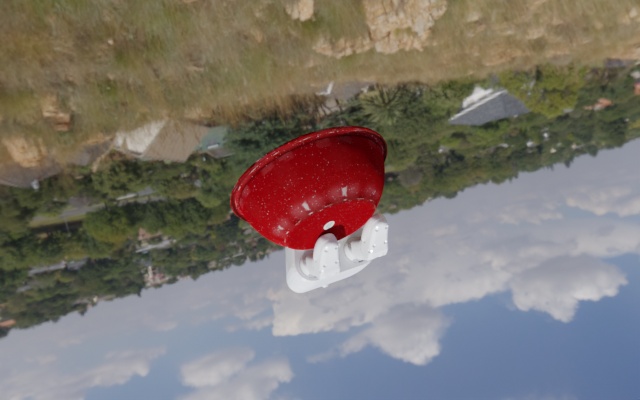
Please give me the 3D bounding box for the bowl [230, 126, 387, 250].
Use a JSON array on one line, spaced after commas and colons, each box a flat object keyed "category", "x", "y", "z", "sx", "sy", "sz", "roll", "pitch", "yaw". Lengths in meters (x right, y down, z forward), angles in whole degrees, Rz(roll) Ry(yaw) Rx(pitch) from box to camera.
[{"category": "bowl", "x": 0.000, "y": 0.001, "z": 0.453, "sx": 0.162, "sy": 0.055, "sz": 0.162, "roll": -19, "pitch": -25, "yaw": -10}]
